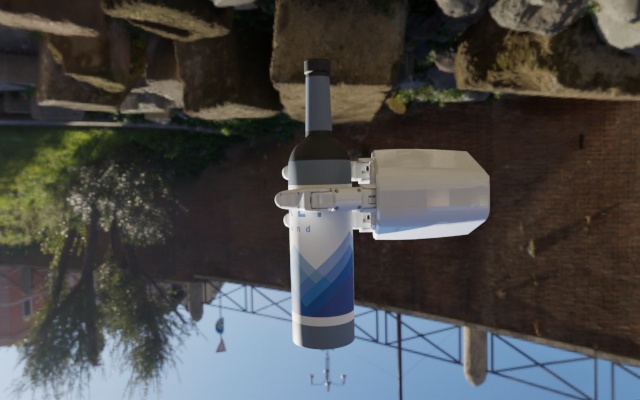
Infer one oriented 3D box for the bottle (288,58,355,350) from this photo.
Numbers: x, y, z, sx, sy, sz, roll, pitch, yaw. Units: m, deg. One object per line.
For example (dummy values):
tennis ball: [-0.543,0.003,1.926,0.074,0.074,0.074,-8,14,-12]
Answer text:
bottle: [0.000,0.002,0.505,0.069,0.296,0.069,-1,3,0]
